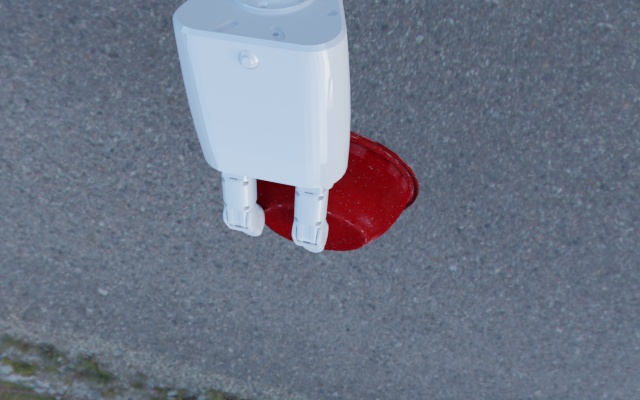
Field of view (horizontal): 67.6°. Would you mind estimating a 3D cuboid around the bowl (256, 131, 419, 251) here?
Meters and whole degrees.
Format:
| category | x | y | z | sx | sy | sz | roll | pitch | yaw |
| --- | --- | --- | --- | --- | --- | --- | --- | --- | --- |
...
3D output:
| category | x | y | z | sx | sy | sz | roll | pitch | yaw |
| --- | --- | --- | --- | --- | --- | --- | --- | --- | --- |
| bowl | 0.000 | 0.002 | 0.414 | 0.162 | 0.055 | 0.162 | 12 | -24 | 5 |
